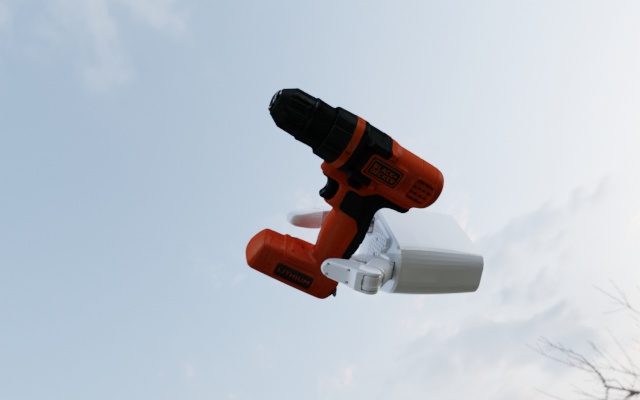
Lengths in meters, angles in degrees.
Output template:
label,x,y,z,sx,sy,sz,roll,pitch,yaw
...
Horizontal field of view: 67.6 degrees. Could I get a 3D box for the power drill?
label,x,y,z,sx,sy,sz,roll,pitch,yaw
power drill,0.000,0.002,0.474,0.184,0.188,0.057,28,28,-15
